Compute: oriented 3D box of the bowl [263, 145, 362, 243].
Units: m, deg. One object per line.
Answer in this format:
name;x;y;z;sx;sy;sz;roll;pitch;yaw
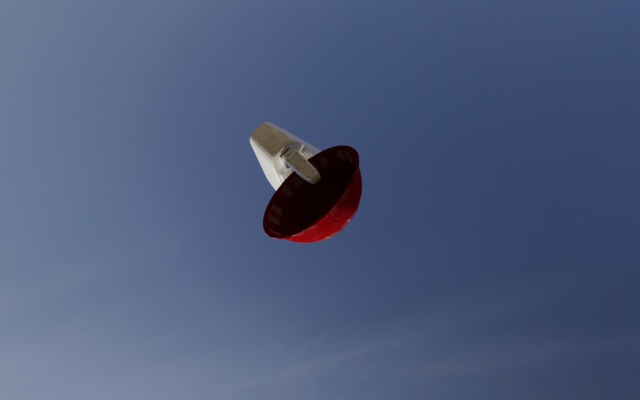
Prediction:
bowl;0.001;0.003;0.640;0.055;0.162;0.162;46;-26;-27
